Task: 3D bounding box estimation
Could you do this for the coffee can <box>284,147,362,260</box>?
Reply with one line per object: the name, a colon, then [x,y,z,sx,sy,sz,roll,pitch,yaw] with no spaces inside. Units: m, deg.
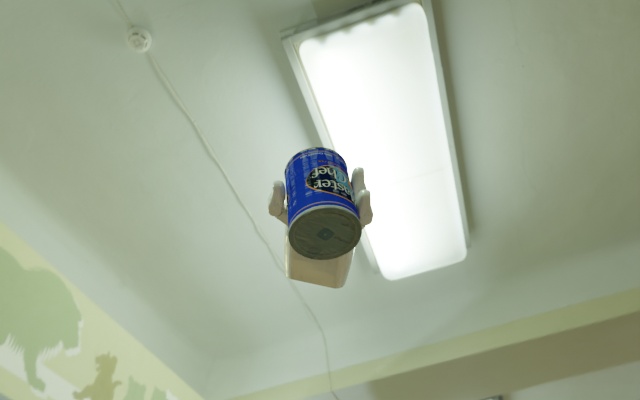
coffee can: [0.000,0.002,0.708,0.103,0.103,0.140,0,41,-7]
